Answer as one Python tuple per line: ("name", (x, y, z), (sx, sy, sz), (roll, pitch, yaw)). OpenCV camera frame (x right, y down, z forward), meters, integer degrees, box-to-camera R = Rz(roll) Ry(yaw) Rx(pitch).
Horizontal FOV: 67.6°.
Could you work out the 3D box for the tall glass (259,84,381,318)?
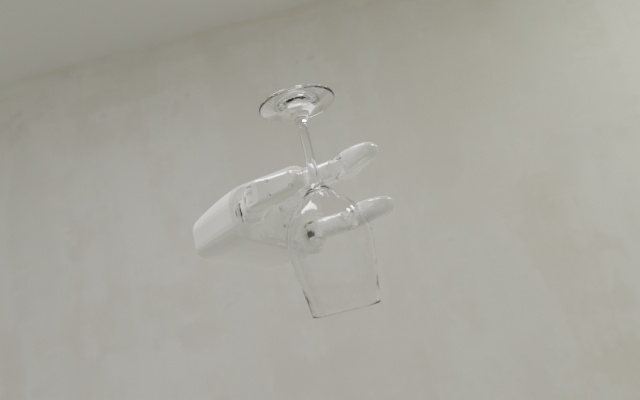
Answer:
("tall glass", (0.000, 0.001, 0.438), (0.079, 0.201, 0.079), (-13, -13, -3))
